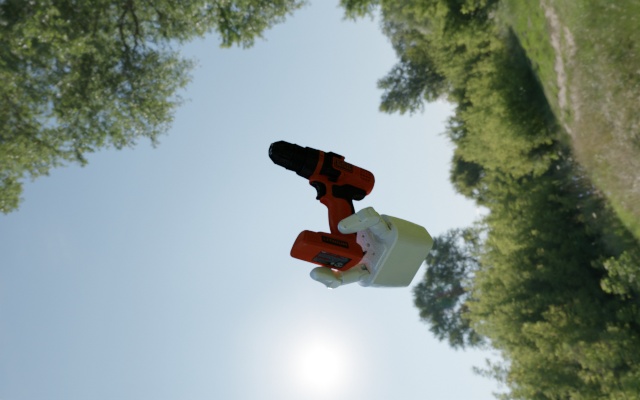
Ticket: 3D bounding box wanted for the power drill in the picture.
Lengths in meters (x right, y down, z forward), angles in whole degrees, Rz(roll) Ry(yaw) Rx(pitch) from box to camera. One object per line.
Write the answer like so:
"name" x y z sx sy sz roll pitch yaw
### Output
"power drill" 0.000 0.003 0.724 0.184 0.187 0.057 17 -36 -19
